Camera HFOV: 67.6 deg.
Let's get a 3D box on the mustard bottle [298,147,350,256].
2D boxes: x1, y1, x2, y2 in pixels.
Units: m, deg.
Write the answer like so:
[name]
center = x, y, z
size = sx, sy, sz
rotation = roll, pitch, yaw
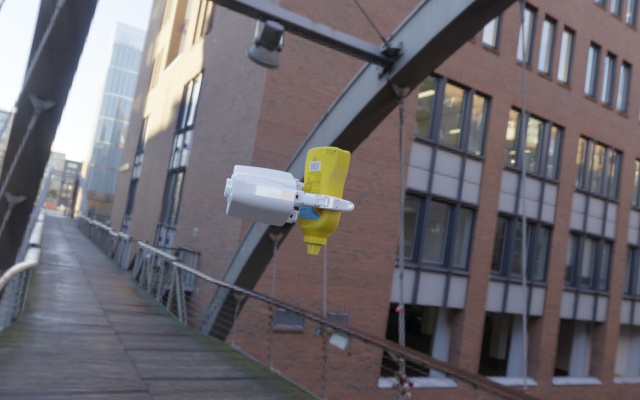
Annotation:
[mustard bottle]
center = 0.000, 0.003, 0.860
size = 0.058, 0.191, 0.096
rotation = 13, -6, -37
